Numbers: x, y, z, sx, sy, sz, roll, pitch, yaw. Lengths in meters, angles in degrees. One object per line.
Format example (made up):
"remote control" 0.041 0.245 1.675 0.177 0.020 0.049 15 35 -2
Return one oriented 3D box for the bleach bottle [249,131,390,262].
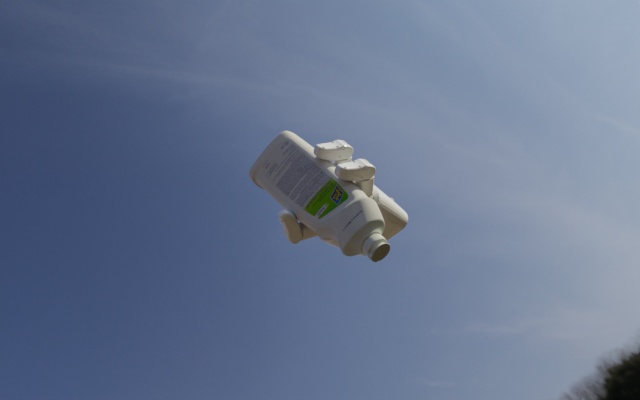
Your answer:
"bleach bottle" 0.000 0.002 0.658 0.068 0.102 0.250 31 11 -49
